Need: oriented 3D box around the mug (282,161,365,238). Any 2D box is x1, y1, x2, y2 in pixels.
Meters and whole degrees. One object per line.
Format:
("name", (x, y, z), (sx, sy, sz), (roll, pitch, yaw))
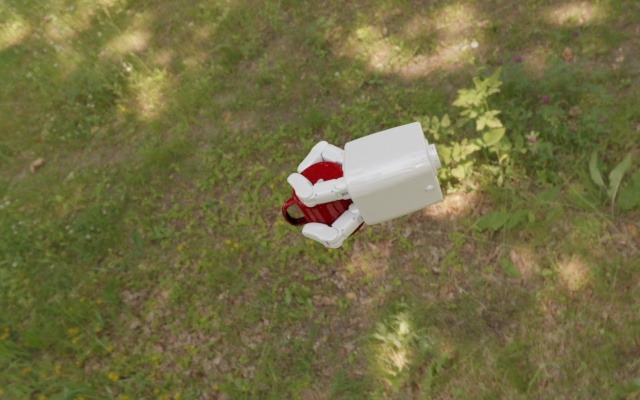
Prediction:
("mug", (-0.001, 0.002, 0.680), (0.117, 0.093, 0.081), (-19, -42, 14))
